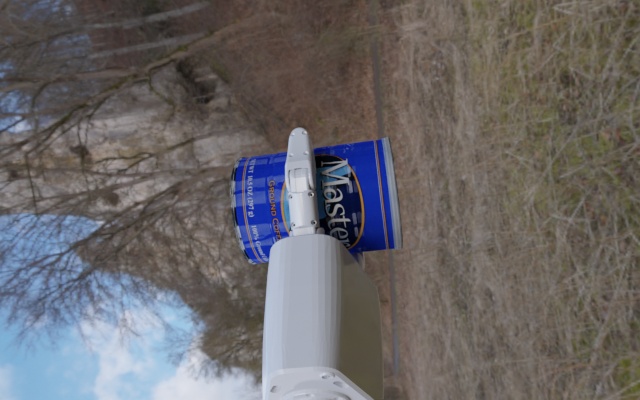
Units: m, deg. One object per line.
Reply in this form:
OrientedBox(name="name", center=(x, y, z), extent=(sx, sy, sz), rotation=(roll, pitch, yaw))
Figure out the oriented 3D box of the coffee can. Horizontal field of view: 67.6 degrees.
OrientedBox(name="coffee can", center=(0.000, 0.001, 0.444), extent=(0.140, 0.103, 0.103), rotation=(-7, -1, 7))
